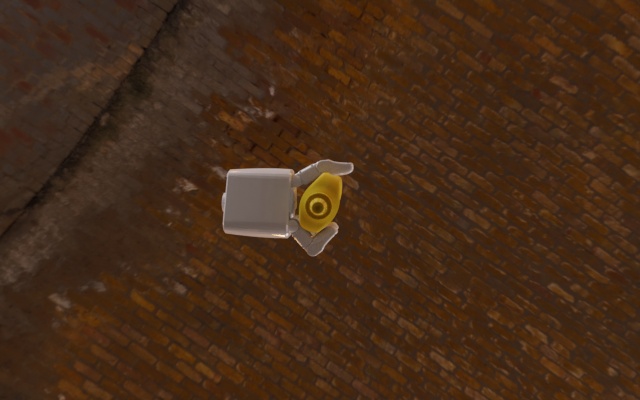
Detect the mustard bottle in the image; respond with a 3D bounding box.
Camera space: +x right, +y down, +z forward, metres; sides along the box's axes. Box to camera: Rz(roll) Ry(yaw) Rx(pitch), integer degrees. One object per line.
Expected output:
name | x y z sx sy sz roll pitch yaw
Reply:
mustard bottle | 0.000 0.003 0.770 0.058 0.096 0.191 27 5 1
